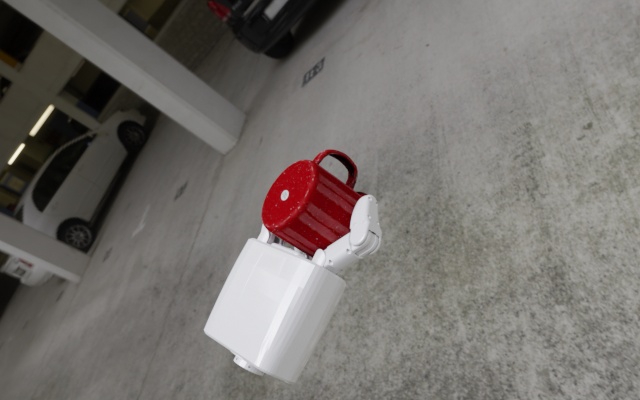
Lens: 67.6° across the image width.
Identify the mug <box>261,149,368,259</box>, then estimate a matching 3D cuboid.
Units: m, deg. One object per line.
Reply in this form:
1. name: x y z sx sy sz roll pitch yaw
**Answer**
1. mug: 0.001 0.000 0.487 0.081 0.117 0.093 35 -16 -30
